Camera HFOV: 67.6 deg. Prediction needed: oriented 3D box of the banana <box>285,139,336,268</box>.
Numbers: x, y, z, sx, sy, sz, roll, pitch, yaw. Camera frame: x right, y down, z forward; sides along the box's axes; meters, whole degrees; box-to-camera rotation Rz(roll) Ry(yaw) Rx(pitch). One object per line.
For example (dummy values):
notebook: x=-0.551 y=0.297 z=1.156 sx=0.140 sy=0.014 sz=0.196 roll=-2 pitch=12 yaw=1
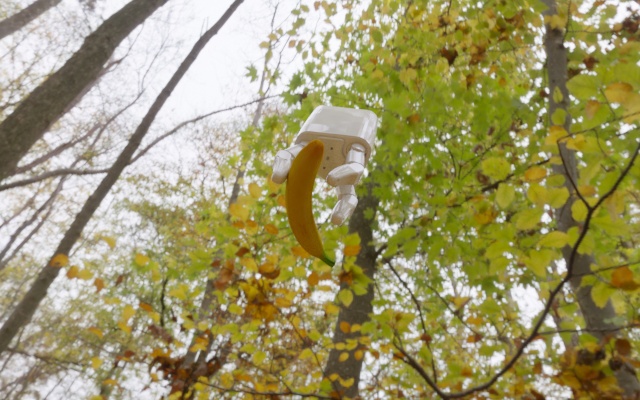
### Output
banana: x=-0.017 y=0.004 z=0.658 sx=0.069 sy=0.198 sz=0.037 roll=5 pitch=34 yaw=19
